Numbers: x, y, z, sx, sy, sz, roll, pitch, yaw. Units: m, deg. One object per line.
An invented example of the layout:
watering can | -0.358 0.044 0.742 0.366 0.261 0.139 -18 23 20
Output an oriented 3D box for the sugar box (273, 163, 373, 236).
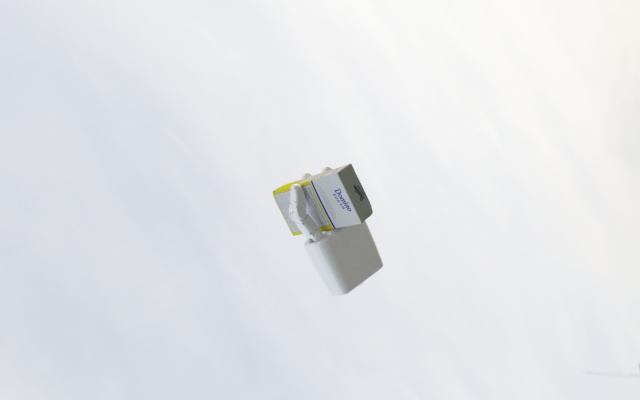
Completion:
sugar box | 0.000 0.003 0.813 0.176 0.093 0.048 -14 16 45
